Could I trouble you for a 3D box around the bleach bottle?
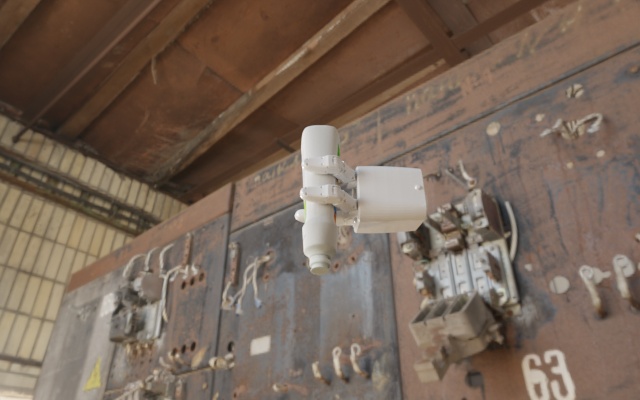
[{"bbox_3d":[0.000,0.002,0.770,0.068,0.250,0.103,0,-33,1],"label":"bleach bottle"}]
